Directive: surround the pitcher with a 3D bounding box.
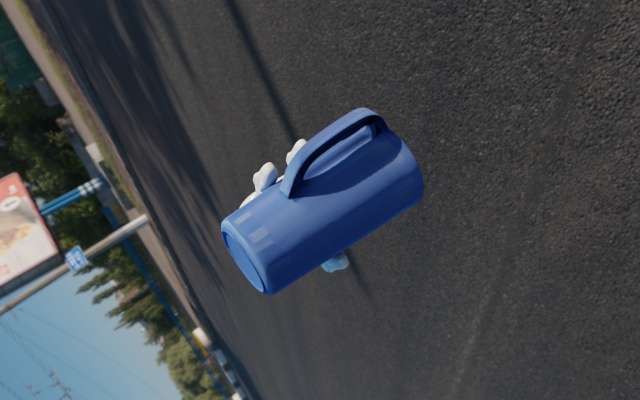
[{"bbox_3d":[0.000,0.002,0.600,0.243,0.149,0.145,-34,5,-21],"label":"pitcher"}]
